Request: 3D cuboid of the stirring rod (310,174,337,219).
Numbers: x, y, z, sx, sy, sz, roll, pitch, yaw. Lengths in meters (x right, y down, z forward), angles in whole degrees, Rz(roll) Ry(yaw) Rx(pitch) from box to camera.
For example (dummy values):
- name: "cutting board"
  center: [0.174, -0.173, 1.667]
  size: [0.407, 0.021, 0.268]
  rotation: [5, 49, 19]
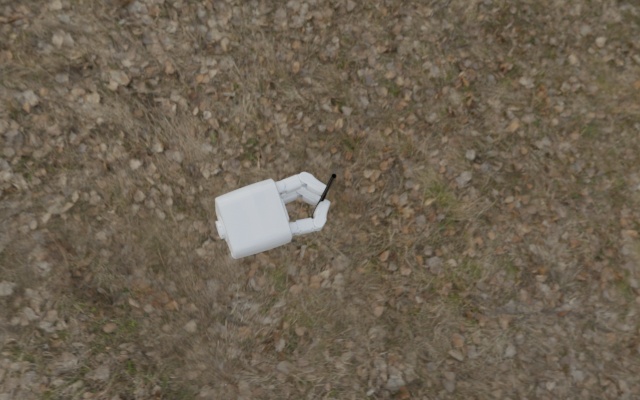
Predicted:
- name: "stirring rod"
  center: [0.000, 0.003, 0.881]
  size: [0.011, 0.011, 0.240]
  rotation: [0, -21, -11]
